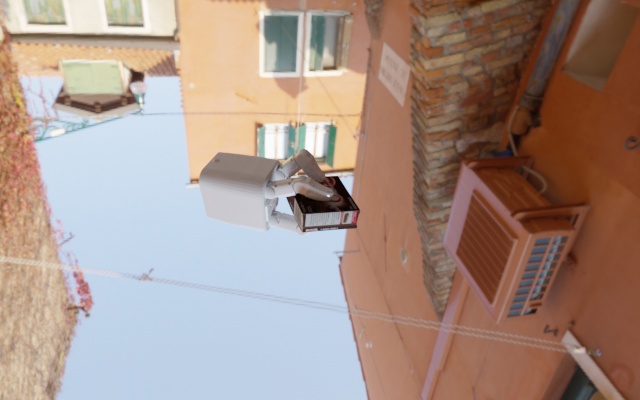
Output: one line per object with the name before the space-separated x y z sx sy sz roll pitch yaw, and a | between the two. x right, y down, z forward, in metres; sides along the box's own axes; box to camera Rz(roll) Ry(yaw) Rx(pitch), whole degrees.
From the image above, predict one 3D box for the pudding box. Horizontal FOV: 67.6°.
pudding box | 0.000 0.003 0.741 0.090 0.039 0.113 -4 34 -16
